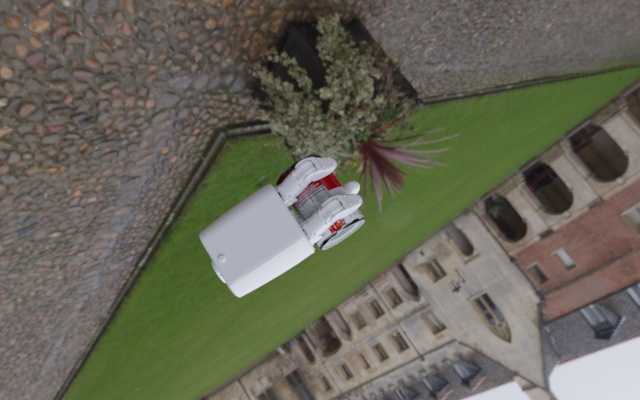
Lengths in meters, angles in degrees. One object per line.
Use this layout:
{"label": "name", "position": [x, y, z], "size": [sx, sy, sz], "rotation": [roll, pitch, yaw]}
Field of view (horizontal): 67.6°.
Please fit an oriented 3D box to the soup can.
{"label": "soup can", "position": [0.001, 0.002, 0.596], "size": [0.068, 0.102, 0.068], "rotation": [-32, -14, -9]}
